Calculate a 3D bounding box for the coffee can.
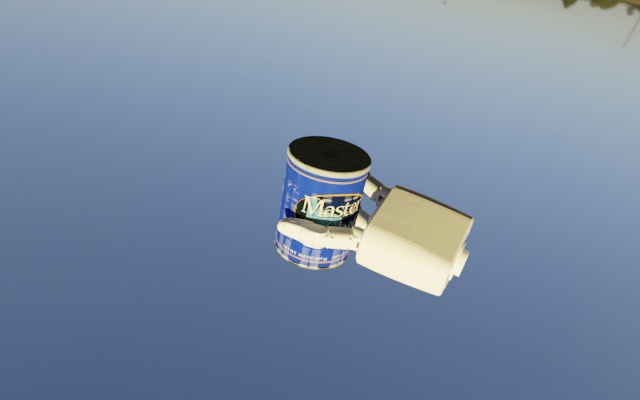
[{"bbox_3d":[0.000,0.002,0.612,0.103,0.140,0.102,8,30,-5],"label":"coffee can"}]
